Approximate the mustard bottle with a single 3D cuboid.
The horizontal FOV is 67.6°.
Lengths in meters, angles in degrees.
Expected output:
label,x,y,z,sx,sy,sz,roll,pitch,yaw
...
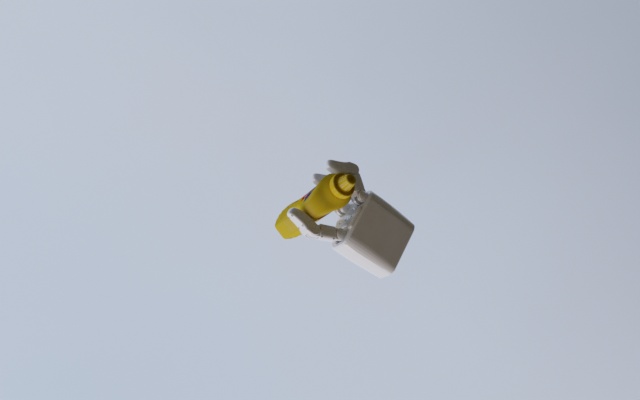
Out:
label,x,y,z,sx,sy,sz,roll,pitch,yaw
mustard bottle,0.000,0.002,0.805,0.096,0.058,0.192,-36,1,-38
